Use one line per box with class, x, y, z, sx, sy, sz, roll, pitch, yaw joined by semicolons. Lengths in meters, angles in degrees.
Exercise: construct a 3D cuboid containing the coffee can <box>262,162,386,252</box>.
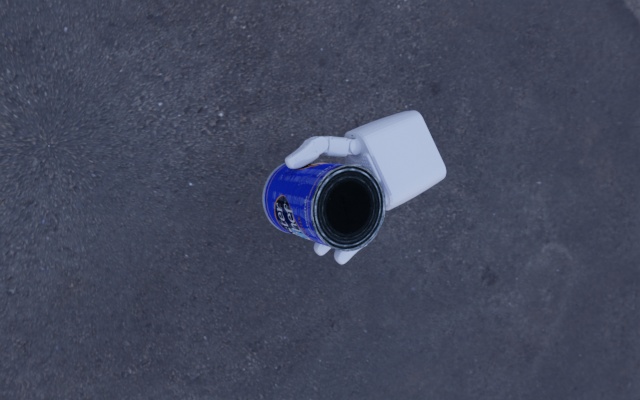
coffee can;0.000;0.002;0.607;0.103;0.103;0.140;0;6;-30
